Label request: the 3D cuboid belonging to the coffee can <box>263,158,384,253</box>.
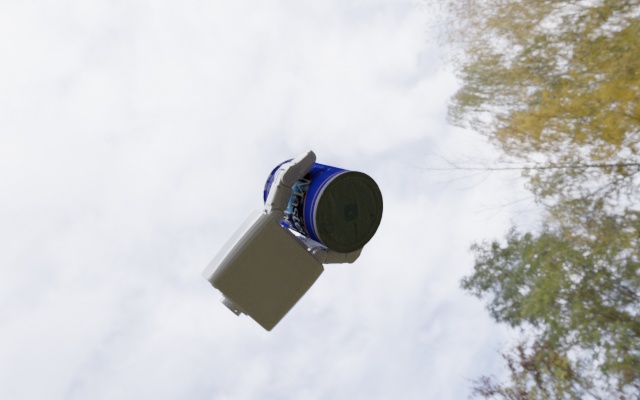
[{"bbox_3d":[0.000,0.002,0.636,0.103,0.103,0.140,0,11,-33],"label":"coffee can"}]
